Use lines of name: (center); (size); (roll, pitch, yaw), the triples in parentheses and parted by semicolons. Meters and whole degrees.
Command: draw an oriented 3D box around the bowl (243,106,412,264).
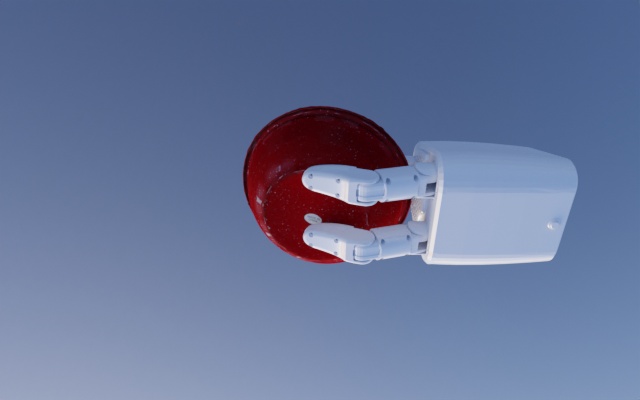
bowl: (-0.001, 0.002, 0.427); (0.162, 0.162, 0.055); (0, 30, 12)
